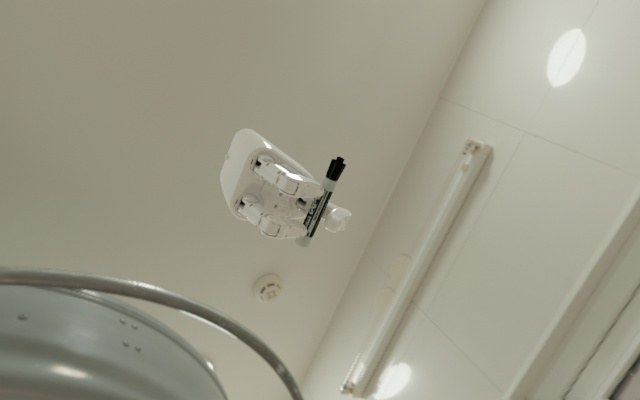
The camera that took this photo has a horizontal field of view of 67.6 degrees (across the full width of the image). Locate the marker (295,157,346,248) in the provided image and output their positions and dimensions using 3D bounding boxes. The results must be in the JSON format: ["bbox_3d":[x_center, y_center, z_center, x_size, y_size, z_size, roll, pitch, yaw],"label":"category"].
[{"bbox_3d":[0.000,0.002,0.587,0.020,0.121,0.020,23,14,-6],"label":"marker"}]
